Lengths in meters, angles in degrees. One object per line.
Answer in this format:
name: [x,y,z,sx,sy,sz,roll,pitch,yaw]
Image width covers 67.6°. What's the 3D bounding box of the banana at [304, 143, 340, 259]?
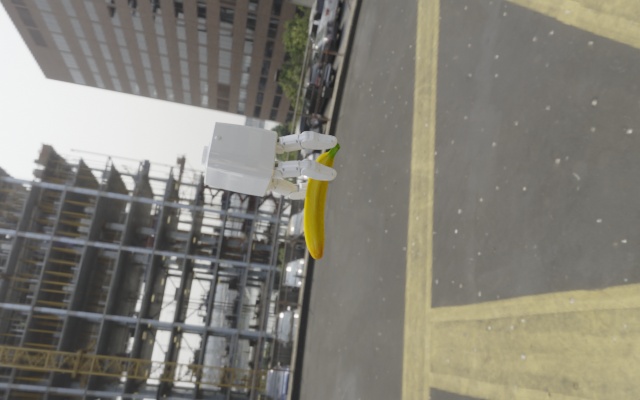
banana: [-0.005,0.002,0.808,0.037,0.197,0.069,11,-12,-14]
